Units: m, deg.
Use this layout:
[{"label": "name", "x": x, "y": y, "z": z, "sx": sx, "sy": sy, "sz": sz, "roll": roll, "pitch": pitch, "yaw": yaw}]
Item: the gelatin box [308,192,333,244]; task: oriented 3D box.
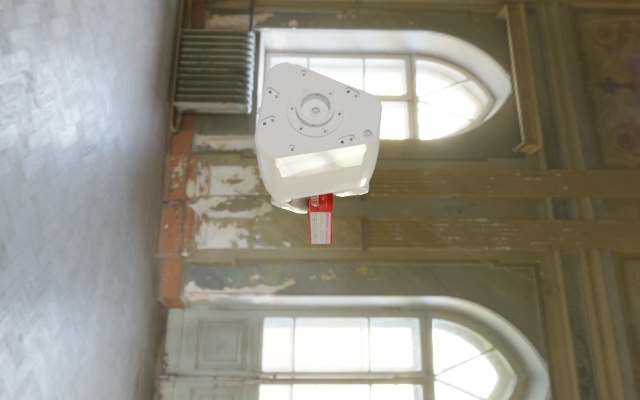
[{"label": "gelatin box", "x": 0.001, "y": 0.002, "z": 0.576, "sx": 0.030, "sy": 0.073, "sz": 0.089, "roll": 0, "pitch": -30, "yaw": 1}]
